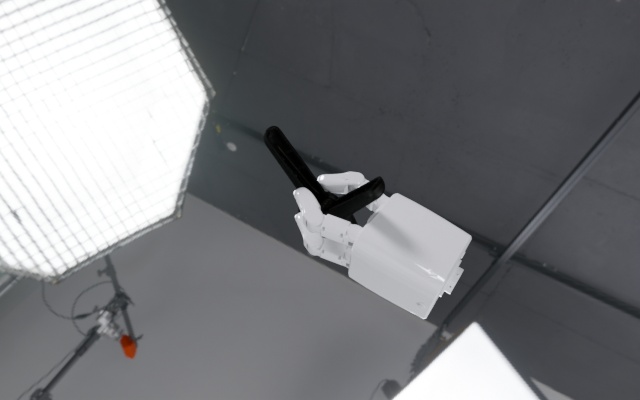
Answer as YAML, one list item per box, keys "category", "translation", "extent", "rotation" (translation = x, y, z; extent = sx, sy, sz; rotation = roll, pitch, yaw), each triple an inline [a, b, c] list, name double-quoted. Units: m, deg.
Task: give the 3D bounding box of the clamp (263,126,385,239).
- category: "clamp"
  translation: [0.001, 0.002, 0.610]
  extent: [0.164, 0.036, 0.210]
  rotation: [33, -28, 20]
